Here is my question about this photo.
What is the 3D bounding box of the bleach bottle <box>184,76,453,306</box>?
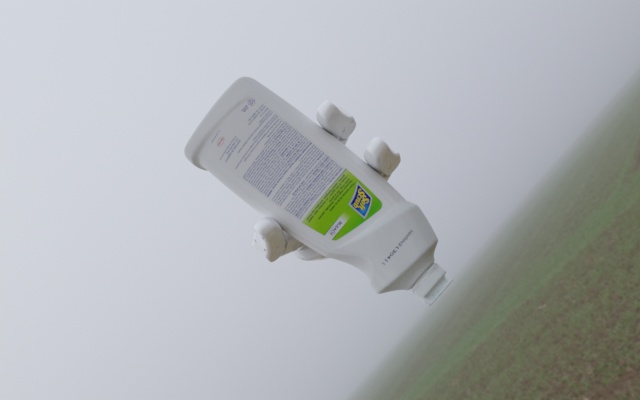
[{"bbox_3d":[0.000,0.001,0.415,0.250,0.102,0.068,41,8,17],"label":"bleach bottle"}]
